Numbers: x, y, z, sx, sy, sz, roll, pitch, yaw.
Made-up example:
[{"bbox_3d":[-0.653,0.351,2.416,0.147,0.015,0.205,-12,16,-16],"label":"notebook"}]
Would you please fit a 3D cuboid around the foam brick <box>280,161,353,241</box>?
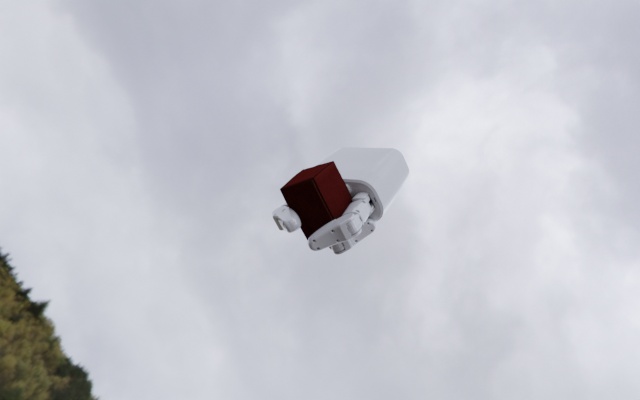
[{"bbox_3d":[0.000,0.002,0.559,0.053,0.078,0.051,-13,22,38],"label":"foam brick"}]
